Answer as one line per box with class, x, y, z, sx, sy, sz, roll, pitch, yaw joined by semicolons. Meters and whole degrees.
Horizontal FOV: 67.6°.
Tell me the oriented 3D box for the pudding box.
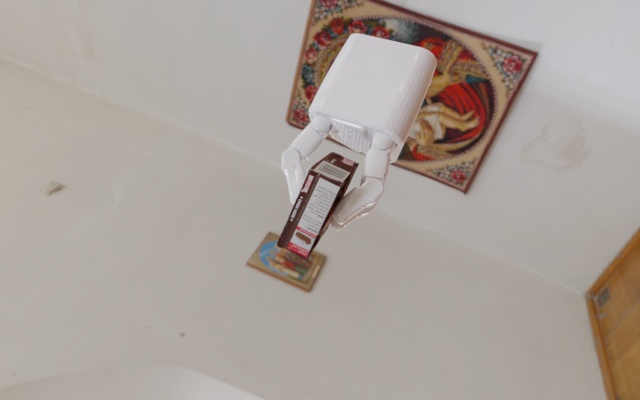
pudding box;0.000;0.002;0.504;0.039;0.090;0.113;26;18;7
